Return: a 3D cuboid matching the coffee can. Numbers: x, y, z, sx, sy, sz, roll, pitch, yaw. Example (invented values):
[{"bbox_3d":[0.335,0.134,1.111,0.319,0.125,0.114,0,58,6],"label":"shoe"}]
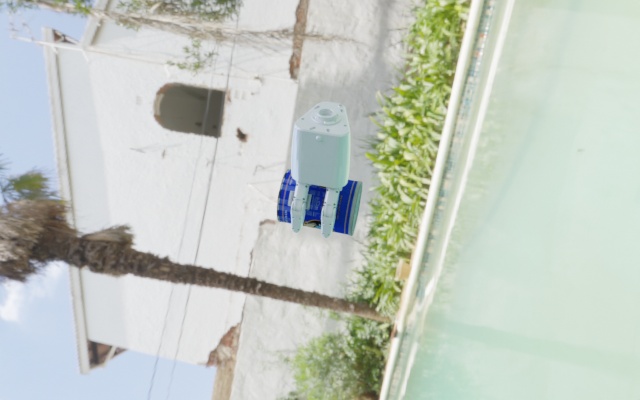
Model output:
[{"bbox_3d":[0.000,0.003,0.889,0.140,0.103,0.103,10,1,8],"label":"coffee can"}]
